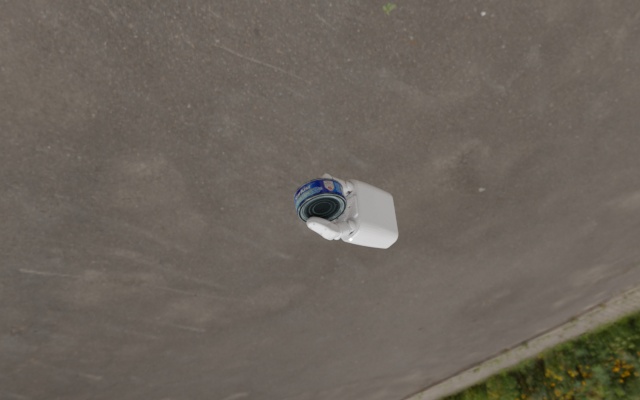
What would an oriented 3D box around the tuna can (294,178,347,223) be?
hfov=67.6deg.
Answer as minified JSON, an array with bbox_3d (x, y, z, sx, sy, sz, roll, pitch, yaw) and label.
[{"bbox_3d":[0.000,0.003,0.795,0.086,0.033,0.086,-9,-37,-7],"label":"tuna can"}]
